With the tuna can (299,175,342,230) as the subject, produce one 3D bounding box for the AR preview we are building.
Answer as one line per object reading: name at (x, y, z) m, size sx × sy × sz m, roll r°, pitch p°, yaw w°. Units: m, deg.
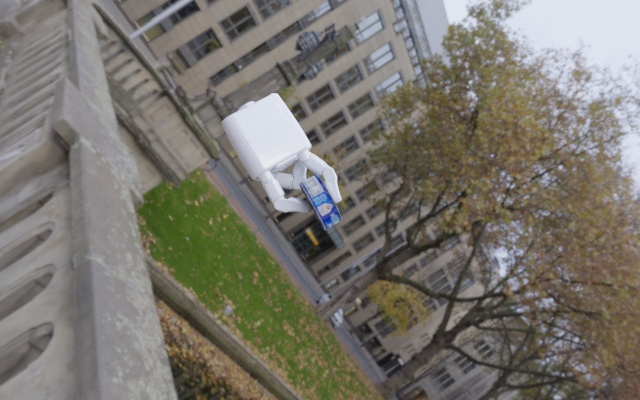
tuna can at (0.001, 0.002, 0.762) m, size 0.034 × 0.086 × 0.086 m, roll -28°, pitch 2°, yaw -3°
